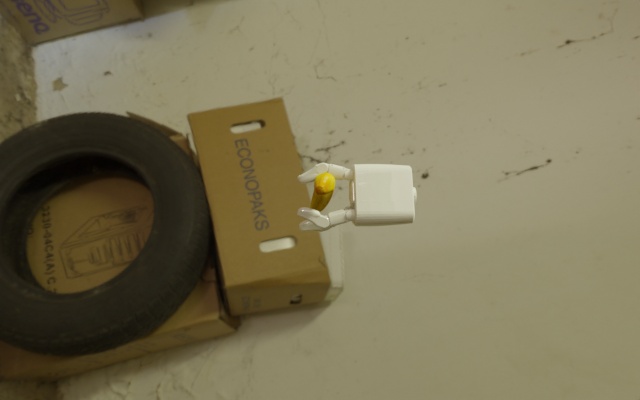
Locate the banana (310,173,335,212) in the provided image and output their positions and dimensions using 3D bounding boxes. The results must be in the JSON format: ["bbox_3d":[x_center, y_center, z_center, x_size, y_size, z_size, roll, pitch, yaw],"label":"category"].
[{"bbox_3d":[0.004,-0.013,0.860,0.037,0.069,0.198,14,-19,0],"label":"banana"}]
